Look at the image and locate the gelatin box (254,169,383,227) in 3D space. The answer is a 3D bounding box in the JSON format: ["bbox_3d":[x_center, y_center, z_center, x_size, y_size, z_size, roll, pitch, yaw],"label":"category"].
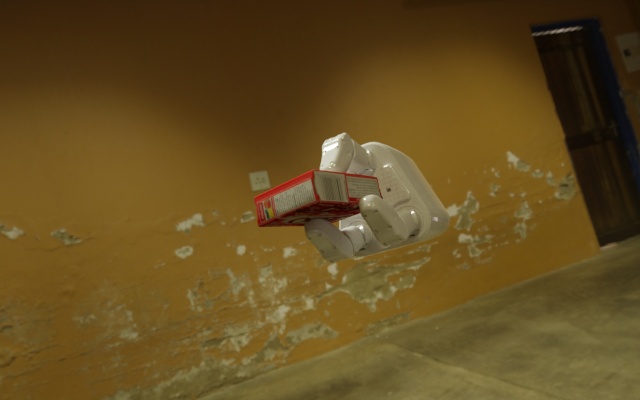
[{"bbox_3d":[0.000,0.001,0.414,0.073,0.030,0.089,-22,-16,39],"label":"gelatin box"}]
